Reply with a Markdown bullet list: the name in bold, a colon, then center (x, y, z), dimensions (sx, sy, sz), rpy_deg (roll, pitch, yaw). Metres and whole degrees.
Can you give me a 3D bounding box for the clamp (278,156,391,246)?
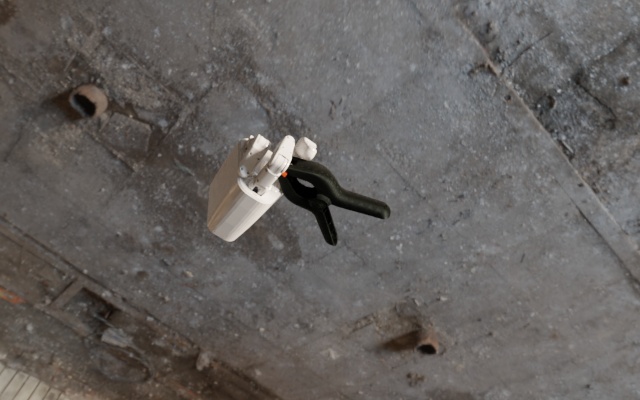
- **clamp**: center (0.000, 0.002, 0.677), dimensions (0.171, 0.039, 0.120), rpy_deg (34, -53, -16)
